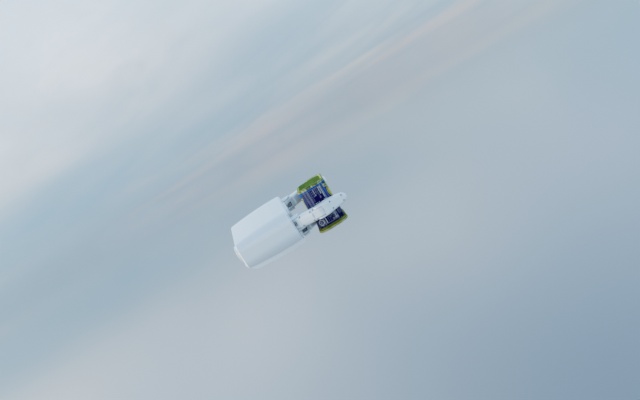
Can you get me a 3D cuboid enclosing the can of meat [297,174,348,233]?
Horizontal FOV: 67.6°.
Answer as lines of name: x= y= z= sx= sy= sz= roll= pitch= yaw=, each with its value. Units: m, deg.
can of meat: x=0.000 y=0.003 z=0.856 sx=0.057 sy=0.084 sz=0.102 roll=-31 pitch=9 yaw=1
